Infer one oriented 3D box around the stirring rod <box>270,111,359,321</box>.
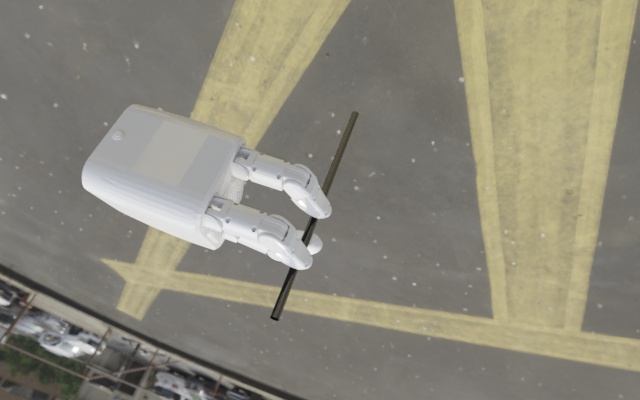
[{"bbox_3d":[0.000,0.001,0.452,0.011,0.239,0.011,15,-32,10],"label":"stirring rod"}]
